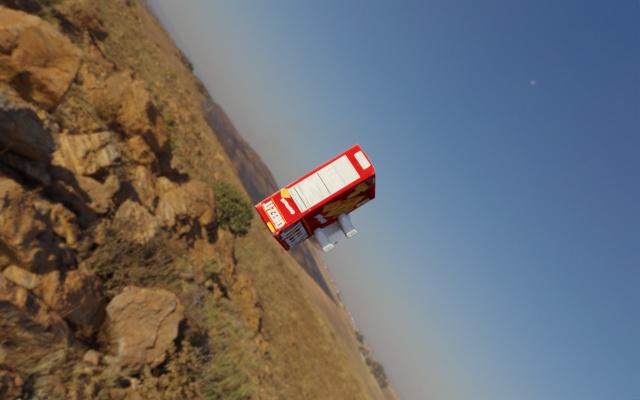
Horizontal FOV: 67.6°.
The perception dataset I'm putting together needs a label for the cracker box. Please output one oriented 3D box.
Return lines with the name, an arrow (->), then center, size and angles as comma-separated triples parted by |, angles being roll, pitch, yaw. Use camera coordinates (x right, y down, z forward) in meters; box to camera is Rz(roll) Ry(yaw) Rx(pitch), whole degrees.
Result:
cracker box -> 0.000, 0.003, 0.896 | 0.213, 0.072, 0.164 | -32, -17, -4
